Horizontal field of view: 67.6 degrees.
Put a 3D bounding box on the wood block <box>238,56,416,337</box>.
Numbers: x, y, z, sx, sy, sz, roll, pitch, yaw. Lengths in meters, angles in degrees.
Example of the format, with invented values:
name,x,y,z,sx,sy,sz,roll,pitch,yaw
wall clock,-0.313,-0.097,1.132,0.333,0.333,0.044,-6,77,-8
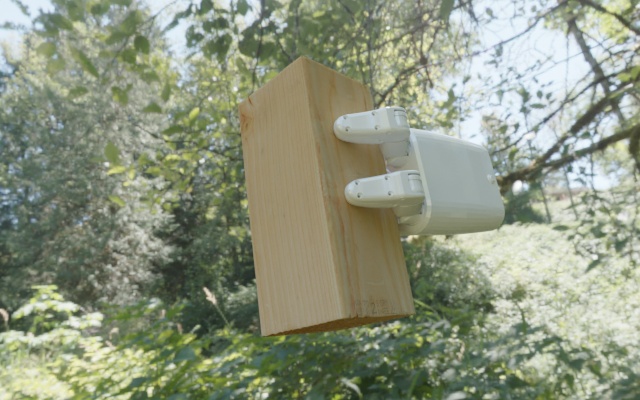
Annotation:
name,x,y,z,sx,sy,sz,roll,pitch,yaw
wood block,0.000,0.001,0.403,0.090,0.206,0.091,10,-26,-44
